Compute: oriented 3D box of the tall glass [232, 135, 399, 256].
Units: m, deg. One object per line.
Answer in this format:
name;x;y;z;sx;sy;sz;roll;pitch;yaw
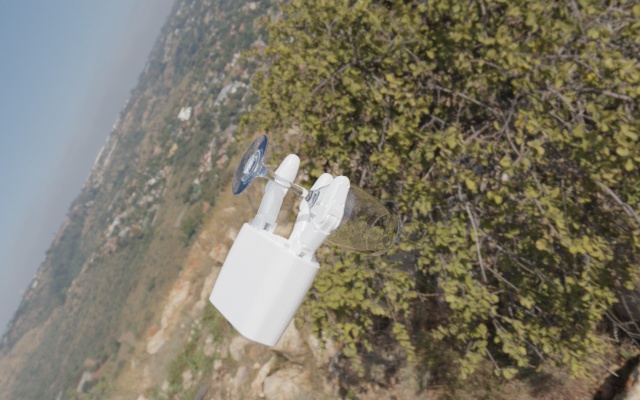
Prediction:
tall glass;0.000;0.001;0.569;0.201;0.079;0.079;27;-13;-26
